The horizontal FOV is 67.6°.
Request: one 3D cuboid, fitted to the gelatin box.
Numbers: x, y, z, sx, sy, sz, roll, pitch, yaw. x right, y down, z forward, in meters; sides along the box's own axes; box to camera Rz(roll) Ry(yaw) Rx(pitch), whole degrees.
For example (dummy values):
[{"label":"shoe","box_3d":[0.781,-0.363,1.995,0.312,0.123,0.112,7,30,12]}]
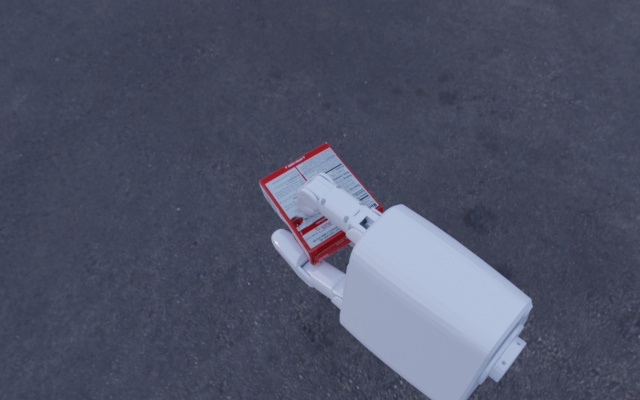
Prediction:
[{"label":"gelatin box","box_3d":[0.000,0.001,0.418,0.073,0.089,0.030,-31,-28,-12]}]
